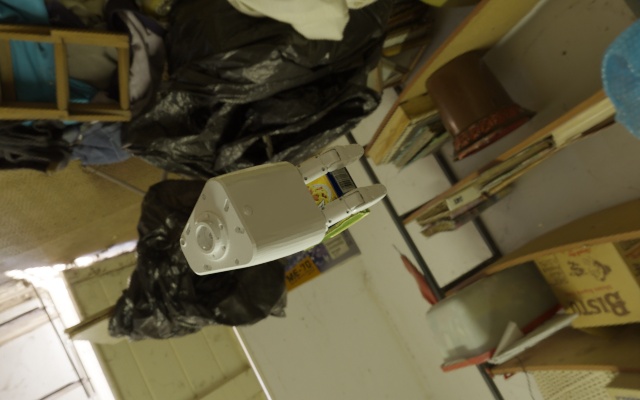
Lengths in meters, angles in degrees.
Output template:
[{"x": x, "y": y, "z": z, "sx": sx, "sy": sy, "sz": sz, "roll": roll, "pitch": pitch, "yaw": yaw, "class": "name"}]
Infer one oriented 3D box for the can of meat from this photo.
[{"x": 0.000, "y": 0.002, "z": 0.583, "sx": 0.102, "sy": 0.084, "sz": 0.057, "roll": -36, "pitch": -12, "yaw": 34, "class": "can of meat"}]
